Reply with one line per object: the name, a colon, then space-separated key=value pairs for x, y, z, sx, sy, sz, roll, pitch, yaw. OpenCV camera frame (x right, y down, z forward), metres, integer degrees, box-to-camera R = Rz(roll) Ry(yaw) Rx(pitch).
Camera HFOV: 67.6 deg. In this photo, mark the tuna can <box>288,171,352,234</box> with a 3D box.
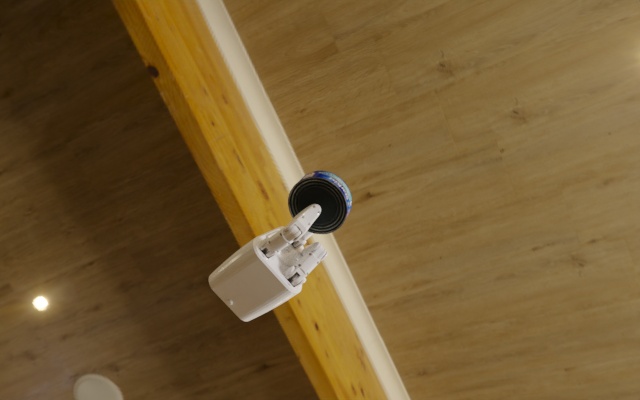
tuna can: x=0.000 y=0.002 z=0.669 sx=0.086 sy=0.086 sz=0.033 roll=0 pitch=23 yaw=18
